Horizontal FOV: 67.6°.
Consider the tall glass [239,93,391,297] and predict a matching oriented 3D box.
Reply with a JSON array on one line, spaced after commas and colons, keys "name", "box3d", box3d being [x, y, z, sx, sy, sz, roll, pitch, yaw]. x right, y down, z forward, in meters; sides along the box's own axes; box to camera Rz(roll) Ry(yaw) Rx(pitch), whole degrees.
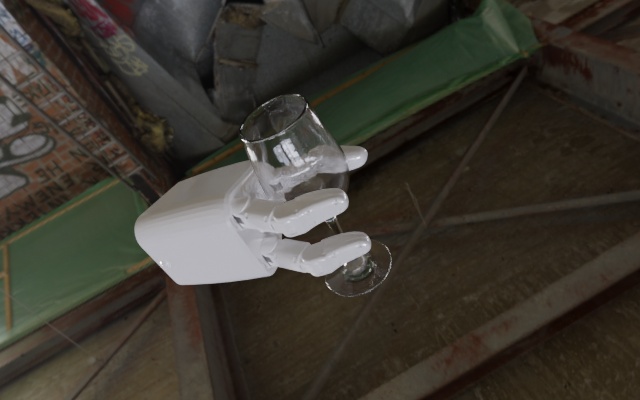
[{"name": "tall glass", "box3d": [0.000, 0.002, 0.442, 0.079, 0.079, 0.201, 0, -44, 32]}]
